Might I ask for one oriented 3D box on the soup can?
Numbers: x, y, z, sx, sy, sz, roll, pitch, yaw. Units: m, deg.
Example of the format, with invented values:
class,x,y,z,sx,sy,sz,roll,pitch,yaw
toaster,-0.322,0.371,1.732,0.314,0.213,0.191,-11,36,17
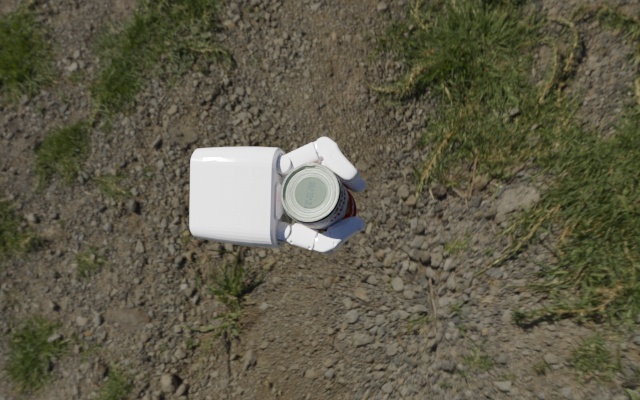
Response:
class,x,y,z,sx,sy,sz,roll,pitch,yaw
soup can,0.000,0.002,0.551,0.068,0.068,0.102,0,-13,14
